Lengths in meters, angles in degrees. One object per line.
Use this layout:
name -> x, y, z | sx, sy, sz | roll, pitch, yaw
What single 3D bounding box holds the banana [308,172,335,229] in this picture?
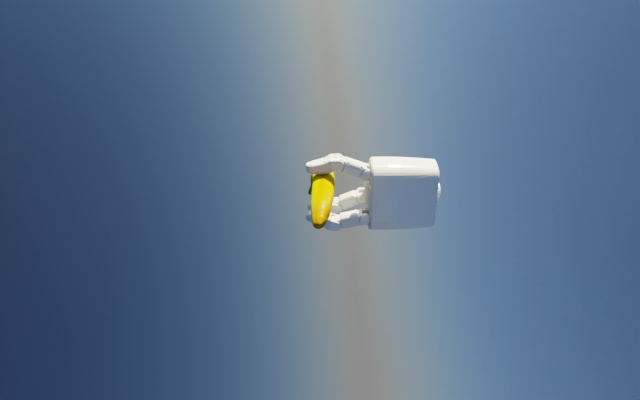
banana -> 0.002, -0.016, 0.768 | 0.037, 0.070, 0.197 | 7, 15, -4
